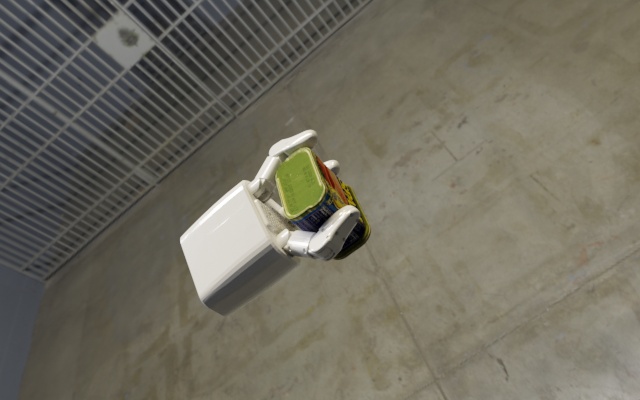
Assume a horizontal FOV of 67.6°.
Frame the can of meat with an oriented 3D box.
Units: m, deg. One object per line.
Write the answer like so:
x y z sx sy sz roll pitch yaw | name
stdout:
0.000 0.002 0.521 0.057 0.102 0.084 -37 -51 14 | can of meat
